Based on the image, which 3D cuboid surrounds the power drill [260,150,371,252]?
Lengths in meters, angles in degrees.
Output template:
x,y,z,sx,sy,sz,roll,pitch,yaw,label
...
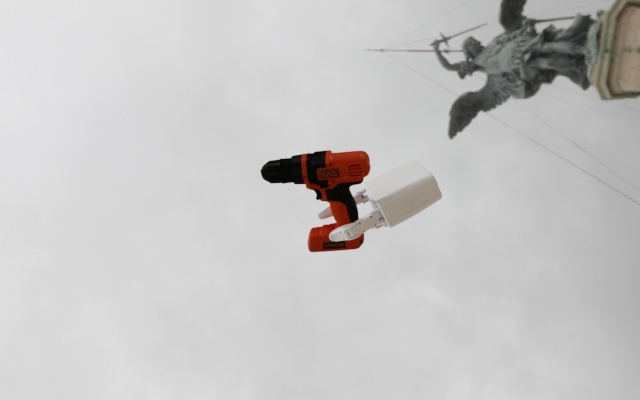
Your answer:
x,y,z,sx,sy,sz,roll,pitch,yaw,label
0.000,0.003,0.832,0.184,0.188,0.057,-4,34,9,power drill
